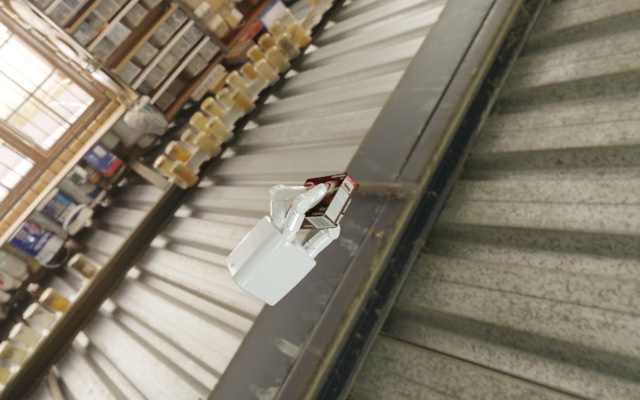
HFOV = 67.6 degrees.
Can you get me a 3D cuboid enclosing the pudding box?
[{"bbox_3d":[0.000,0.003,0.792,0.113,0.090,0.039,-3,-41,49],"label":"pudding box"}]
